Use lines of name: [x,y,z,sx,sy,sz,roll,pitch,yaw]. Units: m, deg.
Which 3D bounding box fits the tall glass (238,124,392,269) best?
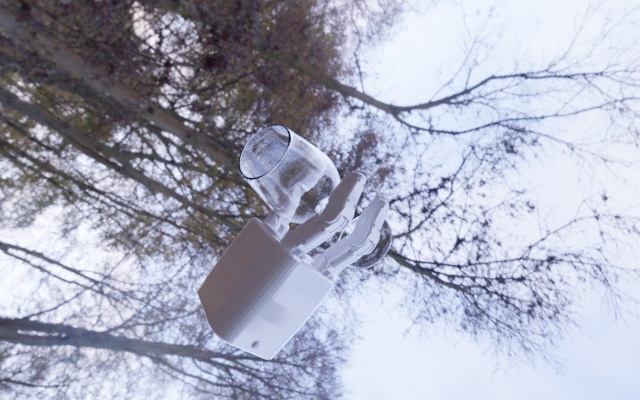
tall glass: [0.001,0.002,0.513,0.079,0.079,0.201,0,-29,38]
